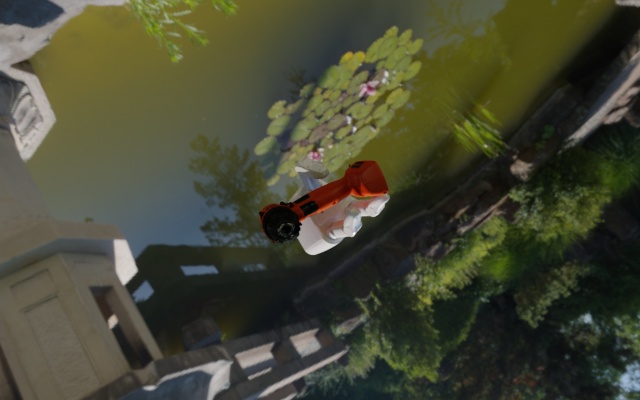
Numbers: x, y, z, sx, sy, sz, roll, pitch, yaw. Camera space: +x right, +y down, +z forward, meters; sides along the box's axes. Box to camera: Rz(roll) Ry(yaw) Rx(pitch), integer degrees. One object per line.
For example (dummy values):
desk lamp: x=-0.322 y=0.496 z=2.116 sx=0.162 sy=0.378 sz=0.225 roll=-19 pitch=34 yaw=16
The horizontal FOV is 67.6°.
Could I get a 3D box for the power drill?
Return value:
power drill: x=0.000 y=0.002 z=0.696 sx=0.187 sy=0.057 sz=0.184 roll=-24 pitch=9 yaw=-9
